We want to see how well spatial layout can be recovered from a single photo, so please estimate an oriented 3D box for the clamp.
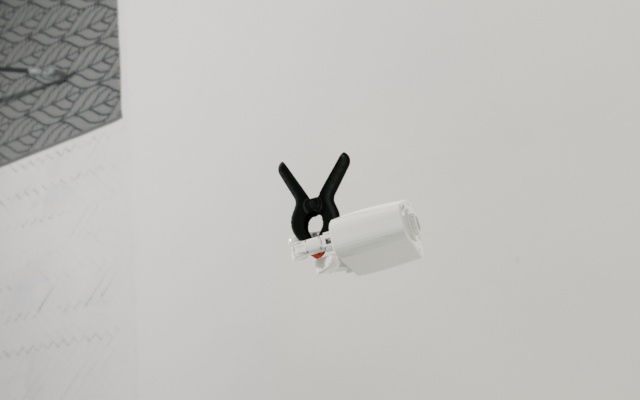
[{"bbox_3d":[0.000,0.003,0.753,0.120,0.171,0.039,-18,-18,19],"label":"clamp"}]
